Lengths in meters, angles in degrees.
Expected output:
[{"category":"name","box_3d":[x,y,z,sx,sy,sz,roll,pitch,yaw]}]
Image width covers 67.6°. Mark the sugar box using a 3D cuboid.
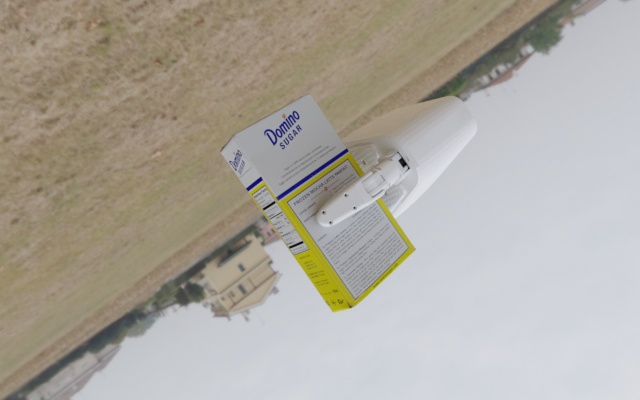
[{"category":"sugar box","box_3d":[0.000,0.002,0.429,0.093,0.176,0.048,-36,2,-33]}]
